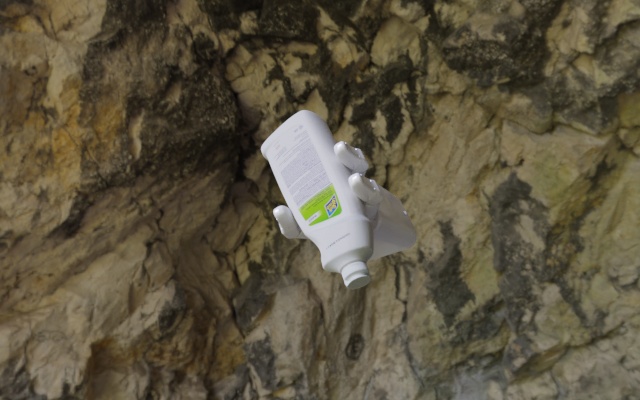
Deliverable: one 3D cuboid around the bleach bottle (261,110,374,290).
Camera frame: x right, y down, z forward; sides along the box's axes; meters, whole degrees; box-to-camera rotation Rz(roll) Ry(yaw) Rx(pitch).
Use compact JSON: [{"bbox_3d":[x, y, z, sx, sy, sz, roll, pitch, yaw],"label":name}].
[{"bbox_3d":[0.000,0.002,0.612,0.102,0.250,0.068,-40,-39,25],"label":"bleach bottle"}]
